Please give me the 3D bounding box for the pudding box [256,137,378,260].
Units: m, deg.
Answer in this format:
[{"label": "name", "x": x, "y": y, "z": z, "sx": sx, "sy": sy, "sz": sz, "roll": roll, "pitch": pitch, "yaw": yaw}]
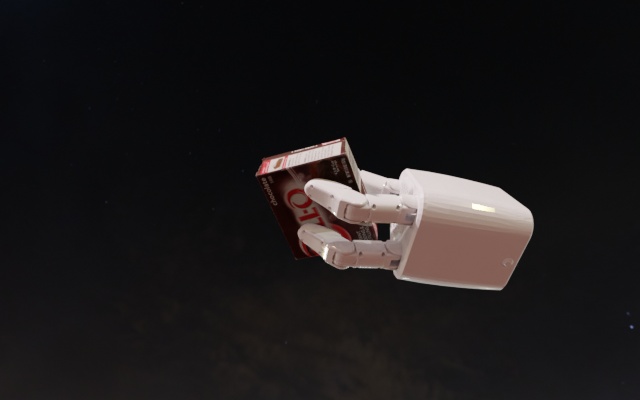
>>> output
[{"label": "pudding box", "x": 0.000, "y": 0.001, "z": 0.475, "sx": 0.090, "sy": 0.113, "sz": 0.039, "roll": -13, "pitch": 31, "yaw": 14}]
